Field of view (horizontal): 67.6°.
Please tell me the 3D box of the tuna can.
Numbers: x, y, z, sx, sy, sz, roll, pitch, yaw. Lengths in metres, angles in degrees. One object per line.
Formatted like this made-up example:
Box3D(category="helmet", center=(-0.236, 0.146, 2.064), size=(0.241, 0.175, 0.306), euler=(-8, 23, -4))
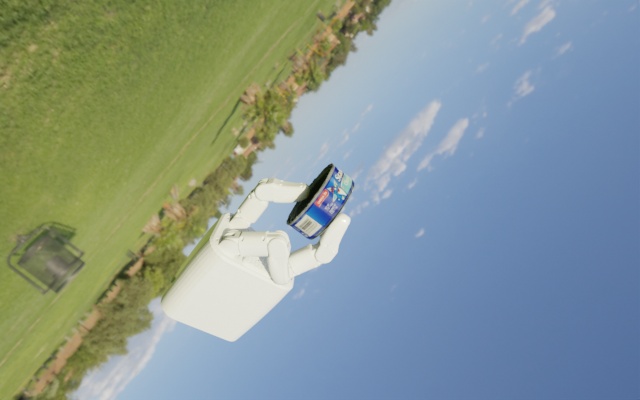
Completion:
Box3D(category="tuna can", center=(0.001, 0.002, 0.540), size=(0.034, 0.086, 0.086), euler=(37, -7, -10))
